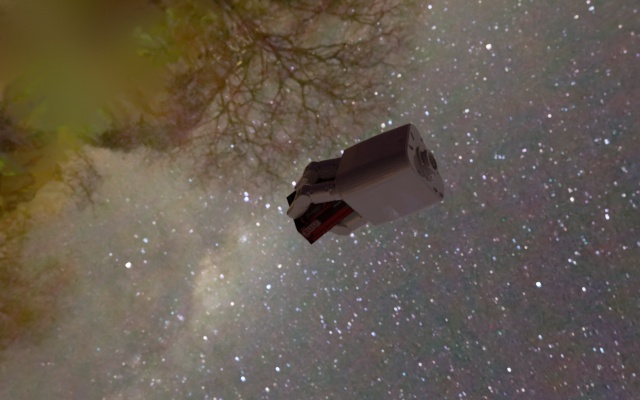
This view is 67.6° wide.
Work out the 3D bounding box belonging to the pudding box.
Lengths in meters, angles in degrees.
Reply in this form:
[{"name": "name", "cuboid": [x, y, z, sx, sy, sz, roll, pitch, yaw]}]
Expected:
[{"name": "pudding box", "cuboid": [0.000, 0.002, 0.709, 0.090, 0.039, 0.113, -38, 25, 7]}]
